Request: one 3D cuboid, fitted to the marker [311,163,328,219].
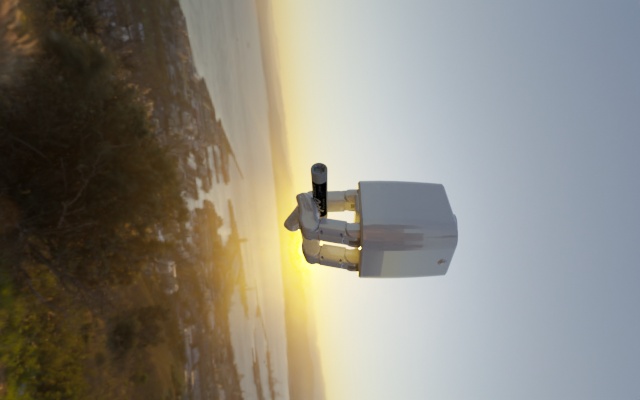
[{"bbox_3d":[0.000,0.002,0.563,0.020,0.020,0.121,0,-37,2],"label":"marker"}]
